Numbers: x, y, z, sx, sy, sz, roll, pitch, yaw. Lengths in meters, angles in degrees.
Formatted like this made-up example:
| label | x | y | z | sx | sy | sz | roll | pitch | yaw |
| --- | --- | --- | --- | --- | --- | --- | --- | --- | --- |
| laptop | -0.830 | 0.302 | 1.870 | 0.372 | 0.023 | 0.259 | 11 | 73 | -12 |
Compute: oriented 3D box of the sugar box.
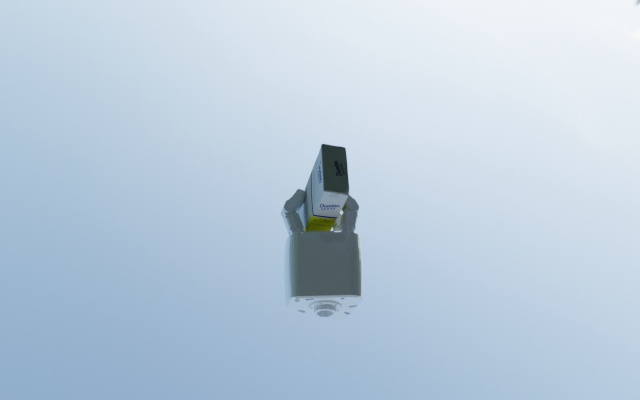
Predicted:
| label | x | y | z | sx | sy | sz | roll | pitch | yaw |
| --- | --- | --- | --- | --- | --- | --- | --- | --- | --- |
| sugar box | 0.001 | 0.003 | 0.763 | 0.048 | 0.093 | 0.176 | 9 | -37 | -15 |
